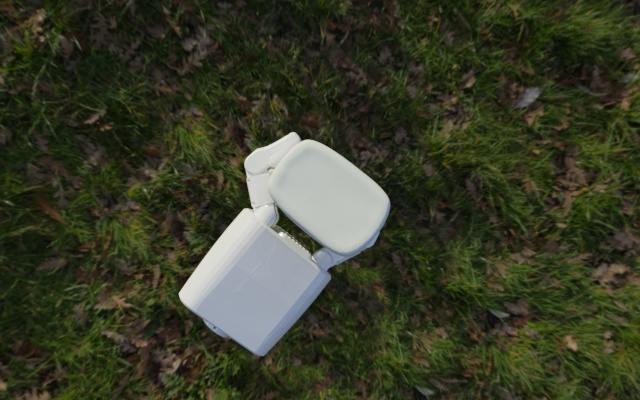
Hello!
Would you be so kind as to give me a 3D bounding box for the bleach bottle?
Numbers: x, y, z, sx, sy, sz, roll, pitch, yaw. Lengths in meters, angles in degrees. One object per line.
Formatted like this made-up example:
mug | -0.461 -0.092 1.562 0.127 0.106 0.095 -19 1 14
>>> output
bleach bottle | 0.000 0.002 0.506 0.102 0.068 0.251 39 -4 0
